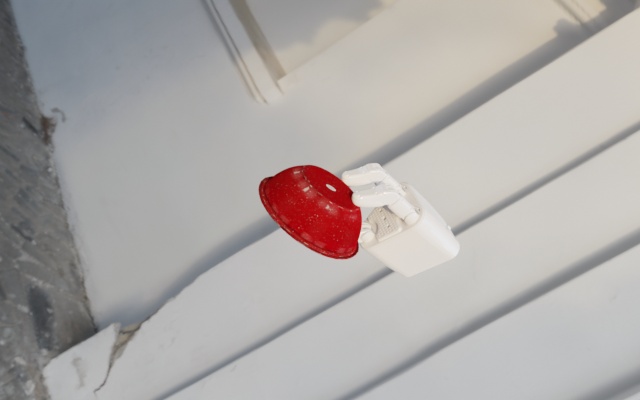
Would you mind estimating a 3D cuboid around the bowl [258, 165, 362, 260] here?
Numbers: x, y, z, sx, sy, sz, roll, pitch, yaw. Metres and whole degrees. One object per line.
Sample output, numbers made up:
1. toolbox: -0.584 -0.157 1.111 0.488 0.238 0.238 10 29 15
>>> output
1. bowl: -0.001 0.001 0.634 0.162 0.055 0.162 30 24 -15
